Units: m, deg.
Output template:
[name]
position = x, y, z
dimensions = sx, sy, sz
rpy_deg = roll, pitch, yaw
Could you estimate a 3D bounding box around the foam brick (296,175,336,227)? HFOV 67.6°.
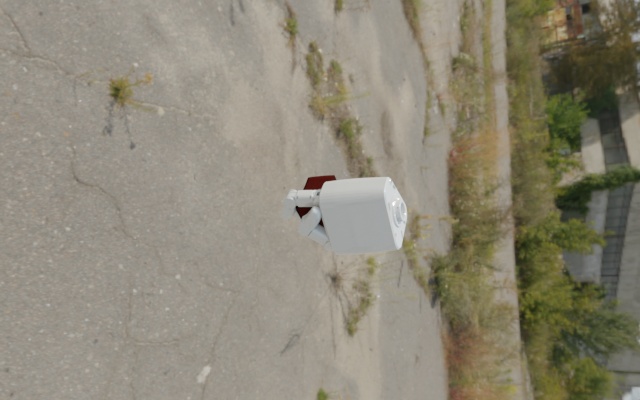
[foam brick]
position = 0.000, 0.002, 0.793
dimensions = 0.051, 0.053, 0.078
rpy_deg = -6, 41, 26
